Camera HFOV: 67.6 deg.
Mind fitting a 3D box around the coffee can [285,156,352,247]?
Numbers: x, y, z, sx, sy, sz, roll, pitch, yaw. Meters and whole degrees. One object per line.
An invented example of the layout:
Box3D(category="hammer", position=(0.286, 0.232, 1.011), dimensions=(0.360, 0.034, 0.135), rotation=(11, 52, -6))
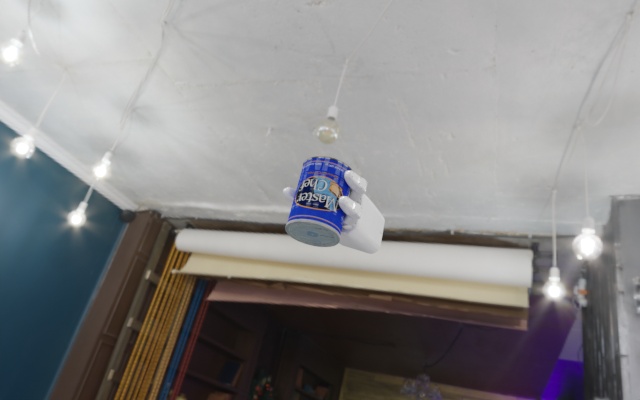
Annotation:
Box3D(category="coffee can", position=(0.000, 0.003, 0.898), dimensions=(0.103, 0.140, 0.103), rotation=(11, -27, 6))
